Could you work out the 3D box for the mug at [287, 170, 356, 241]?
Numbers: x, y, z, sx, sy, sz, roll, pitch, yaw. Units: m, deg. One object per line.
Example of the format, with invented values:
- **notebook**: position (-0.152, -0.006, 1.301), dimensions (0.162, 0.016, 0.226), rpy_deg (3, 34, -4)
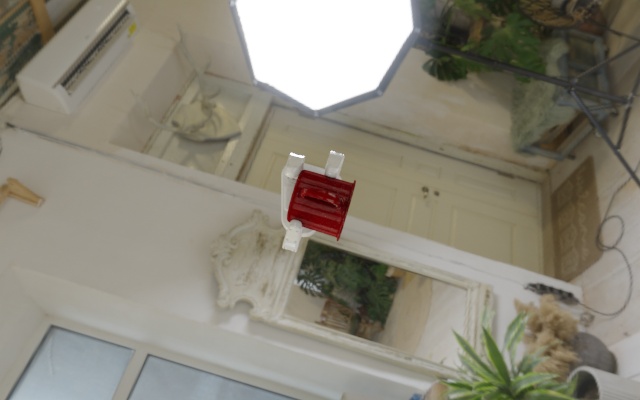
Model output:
- **mug**: position (0.000, 0.002, 0.683), dimensions (0.081, 0.093, 0.117), rpy_deg (16, -7, 2)
